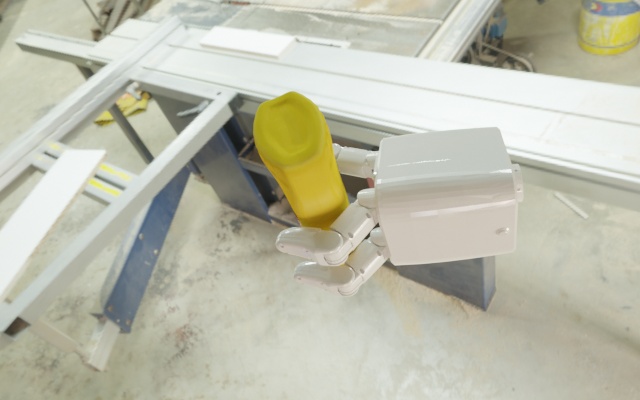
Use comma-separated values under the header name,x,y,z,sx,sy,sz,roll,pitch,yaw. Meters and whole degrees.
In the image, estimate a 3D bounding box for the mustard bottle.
name,x,y,z,sx,sy,sz,roll,pitch,yaw
mustard bottle,0.000,0.001,0.436,0.058,0.096,0.192,-24,-43,-1
